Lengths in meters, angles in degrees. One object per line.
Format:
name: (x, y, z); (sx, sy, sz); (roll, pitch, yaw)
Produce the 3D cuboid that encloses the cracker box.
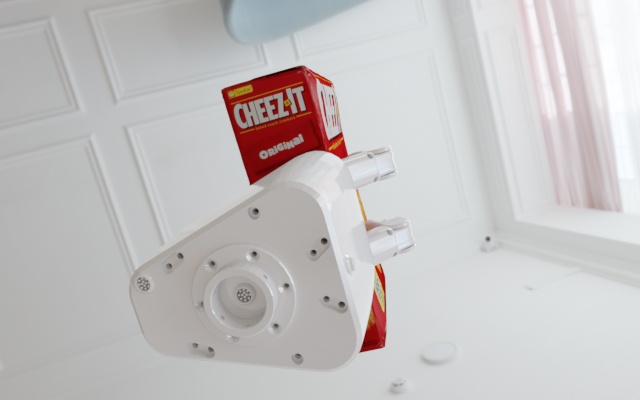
cracker box: (0.000, 0.002, 0.417); (0.072, 0.214, 0.164); (-14, 9, 9)
